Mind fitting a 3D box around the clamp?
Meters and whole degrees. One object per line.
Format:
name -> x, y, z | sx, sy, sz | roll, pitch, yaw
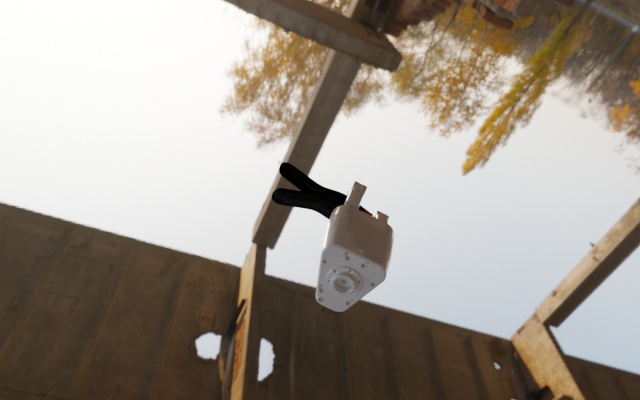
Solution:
clamp -> 0.000, 0.003, 0.745 | 0.171, 0.039, 0.120 | 26, 30, -1
